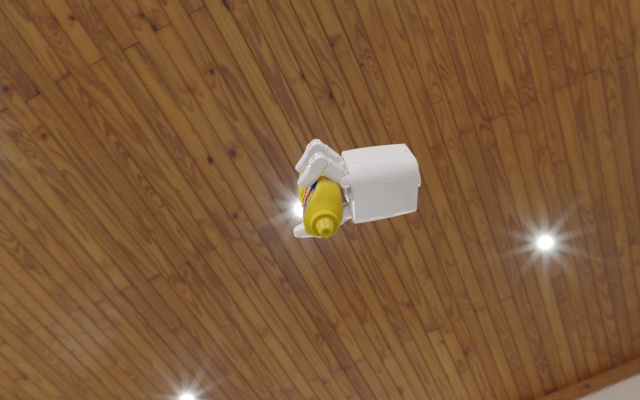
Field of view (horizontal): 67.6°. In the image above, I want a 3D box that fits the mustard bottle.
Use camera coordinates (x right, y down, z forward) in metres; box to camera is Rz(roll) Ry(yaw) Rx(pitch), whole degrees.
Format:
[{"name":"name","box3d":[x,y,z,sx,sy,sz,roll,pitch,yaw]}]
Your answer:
[{"name":"mustard bottle","box3d":[0.000,0.002,0.753,0.058,0.096,0.191,13,25,-13]}]
